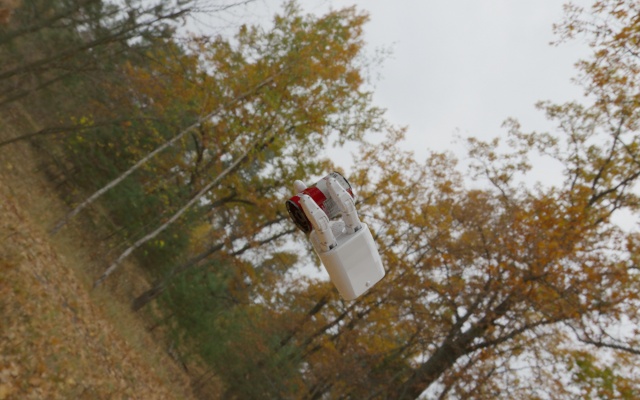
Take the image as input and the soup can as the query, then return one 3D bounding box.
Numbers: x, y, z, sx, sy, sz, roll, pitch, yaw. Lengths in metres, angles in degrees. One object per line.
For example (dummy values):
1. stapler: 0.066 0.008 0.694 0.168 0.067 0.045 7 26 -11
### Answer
1. soup can: 0.000 0.002 0.825 0.102 0.068 0.068 -33 12 -19
